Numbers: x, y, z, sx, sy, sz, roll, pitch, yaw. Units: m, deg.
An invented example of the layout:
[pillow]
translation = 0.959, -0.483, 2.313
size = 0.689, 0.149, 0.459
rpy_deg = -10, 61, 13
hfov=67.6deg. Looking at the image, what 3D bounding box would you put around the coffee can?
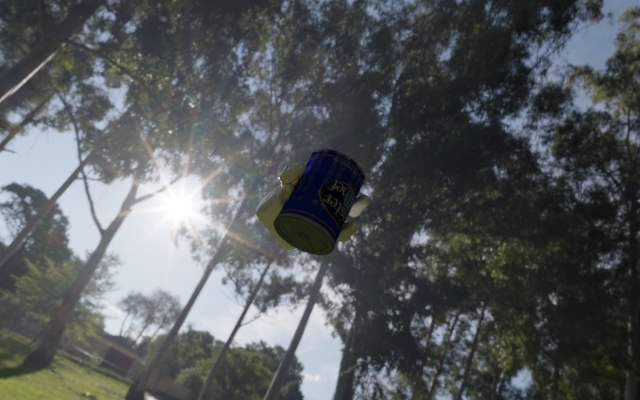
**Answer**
[coffee can]
translation = 0.000, 0.003, 0.773
size = 0.103, 0.140, 0.103
rpy_deg = 20, -31, 12
